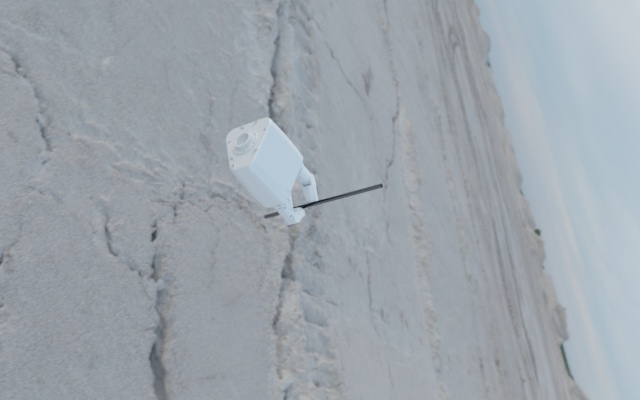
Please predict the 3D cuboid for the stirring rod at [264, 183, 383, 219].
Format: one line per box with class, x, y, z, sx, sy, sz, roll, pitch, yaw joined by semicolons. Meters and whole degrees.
stirring rod;0.000;0.003;0.879;0.239;0.011;0.011;-15;-6;23
